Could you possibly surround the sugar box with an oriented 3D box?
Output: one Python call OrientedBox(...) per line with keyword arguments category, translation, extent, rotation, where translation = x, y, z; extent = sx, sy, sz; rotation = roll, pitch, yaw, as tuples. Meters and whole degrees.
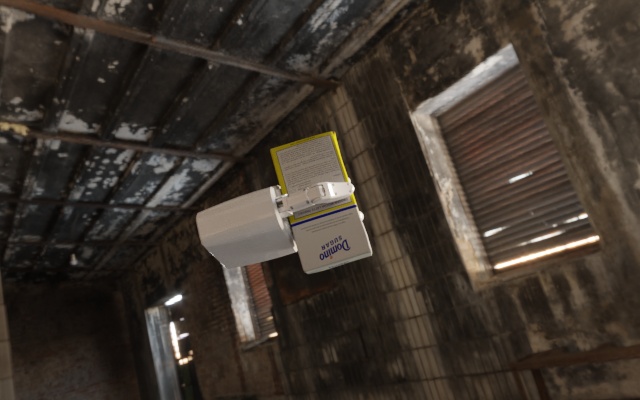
OrientedBox(category="sugar box", translation=(0.000, 0.002, 0.645), extent=(0.093, 0.176, 0.048), rotation=(-17, -14, 3))
